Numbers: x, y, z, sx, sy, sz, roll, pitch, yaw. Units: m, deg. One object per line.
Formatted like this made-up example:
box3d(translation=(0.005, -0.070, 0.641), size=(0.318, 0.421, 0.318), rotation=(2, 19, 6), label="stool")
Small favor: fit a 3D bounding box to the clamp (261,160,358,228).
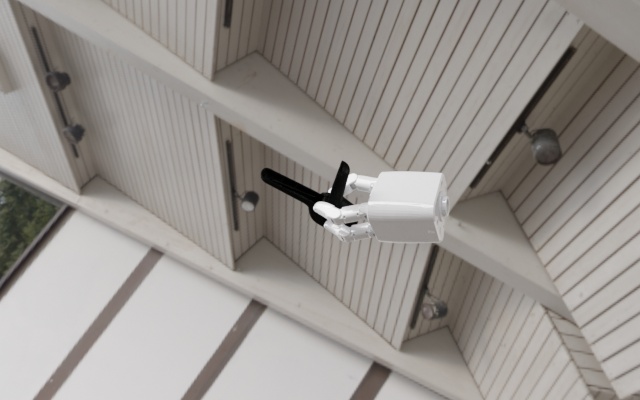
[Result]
box3d(translation=(0.001, 0.002, 0.834), size=(0.164, 0.036, 0.210), rotation=(3, -34, 26), label="clamp")
